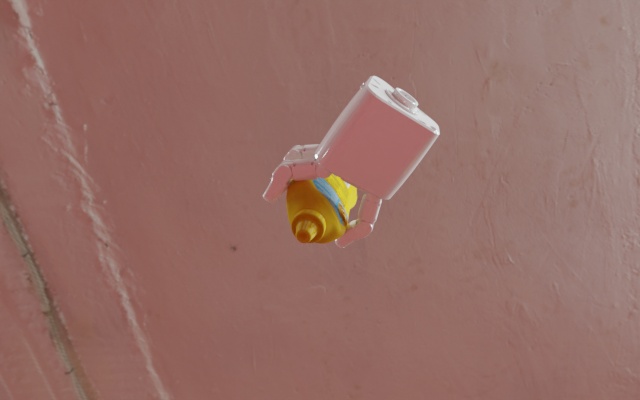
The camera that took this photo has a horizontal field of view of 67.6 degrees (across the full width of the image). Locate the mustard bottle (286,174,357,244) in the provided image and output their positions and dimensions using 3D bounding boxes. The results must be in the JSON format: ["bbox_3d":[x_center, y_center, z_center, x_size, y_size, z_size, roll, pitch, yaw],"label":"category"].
[{"bbox_3d":[0.000,0.002,0.628,0.058,0.096,0.191,-27,16,22],"label":"mustard bottle"}]
